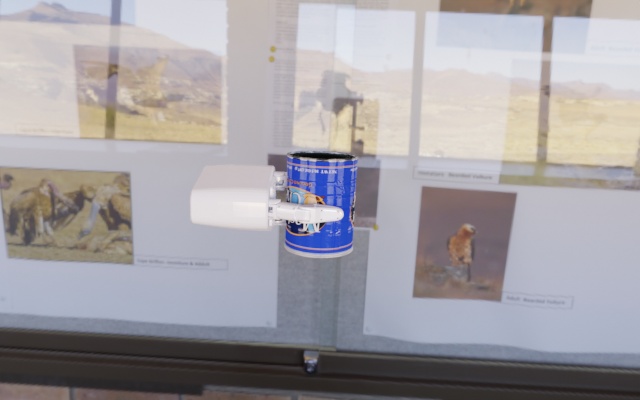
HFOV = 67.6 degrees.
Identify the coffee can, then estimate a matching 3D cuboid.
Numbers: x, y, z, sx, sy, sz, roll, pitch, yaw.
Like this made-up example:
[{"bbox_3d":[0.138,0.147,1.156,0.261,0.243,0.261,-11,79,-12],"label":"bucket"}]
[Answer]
[{"bbox_3d":[0.000,0.002,0.700,0.103,0.140,0.102,2,12,0],"label":"coffee can"}]
